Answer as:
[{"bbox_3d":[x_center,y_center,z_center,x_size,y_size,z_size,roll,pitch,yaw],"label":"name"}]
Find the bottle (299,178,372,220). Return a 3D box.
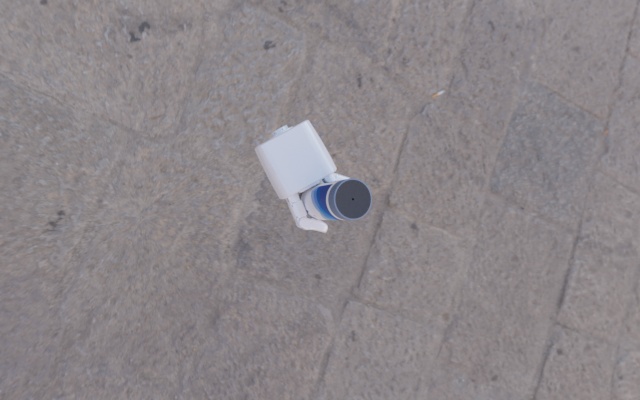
[{"bbox_3d":[0.000,0.003,0.890,0.069,0.069,0.296,0,-2,-21],"label":"bottle"}]
